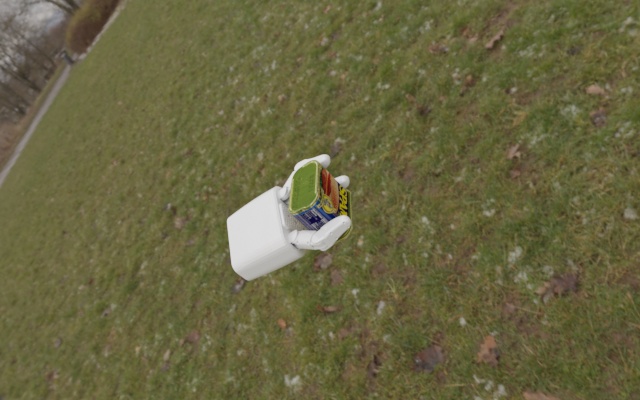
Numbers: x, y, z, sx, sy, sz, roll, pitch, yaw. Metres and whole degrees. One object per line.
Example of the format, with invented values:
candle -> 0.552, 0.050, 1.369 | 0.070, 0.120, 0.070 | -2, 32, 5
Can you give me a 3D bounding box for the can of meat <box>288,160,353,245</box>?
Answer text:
can of meat -> 0.000, 0.002, 0.702 | 0.057, 0.102, 0.084 | -27, -52, 26
